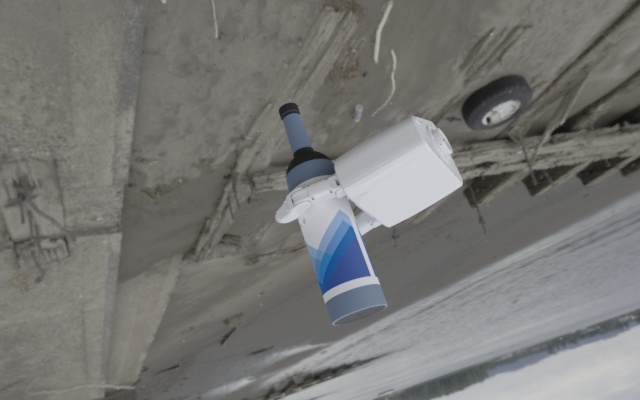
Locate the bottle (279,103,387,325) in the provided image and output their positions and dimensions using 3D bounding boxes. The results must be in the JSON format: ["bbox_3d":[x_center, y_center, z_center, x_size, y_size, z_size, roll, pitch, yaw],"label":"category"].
[{"bbox_3d":[0.000,0.002,0.596,0.069,0.295,0.069,-16,-23,-7],"label":"bottle"}]
